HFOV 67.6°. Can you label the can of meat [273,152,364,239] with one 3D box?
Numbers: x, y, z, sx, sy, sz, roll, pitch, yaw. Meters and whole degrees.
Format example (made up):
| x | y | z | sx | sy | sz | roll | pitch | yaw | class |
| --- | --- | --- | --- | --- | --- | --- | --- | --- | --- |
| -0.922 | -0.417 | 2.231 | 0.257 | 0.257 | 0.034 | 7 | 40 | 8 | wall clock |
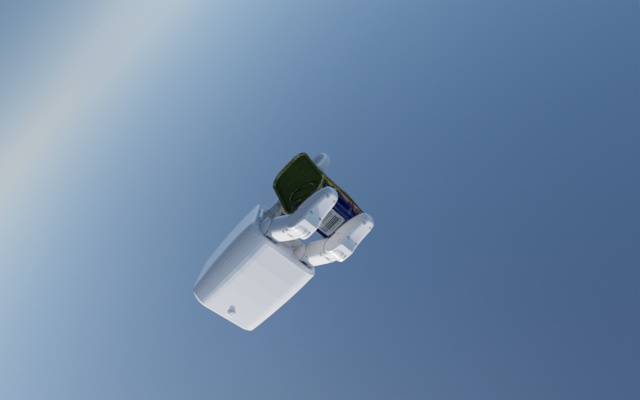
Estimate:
| x | y | z | sx | sy | sz | roll | pitch | yaw | class |
| --- | --- | --- | --- | --- | --- | --- | --- | --- | --- |
| 0.000 | 0.002 | 0.552 | 0.084 | 0.057 | 0.102 | 40 | 7 | -29 | can of meat |
